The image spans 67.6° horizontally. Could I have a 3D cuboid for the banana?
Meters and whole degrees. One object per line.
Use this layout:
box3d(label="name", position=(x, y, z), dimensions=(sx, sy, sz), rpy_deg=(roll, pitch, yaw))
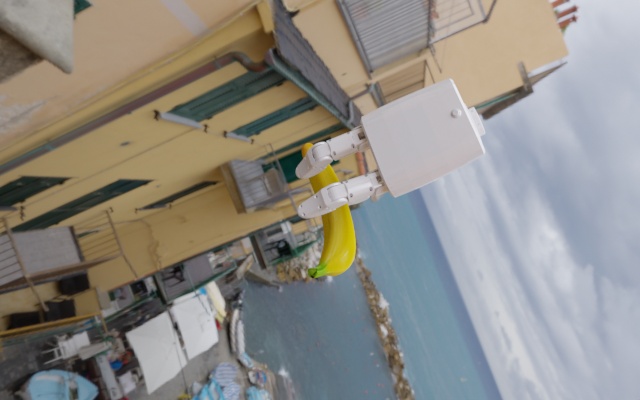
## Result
box3d(label="banana", position=(0.011, 0.014, 0.571), dimensions=(0.037, 0.197, 0.070), rpy_deg=(-26, -44, 22))
